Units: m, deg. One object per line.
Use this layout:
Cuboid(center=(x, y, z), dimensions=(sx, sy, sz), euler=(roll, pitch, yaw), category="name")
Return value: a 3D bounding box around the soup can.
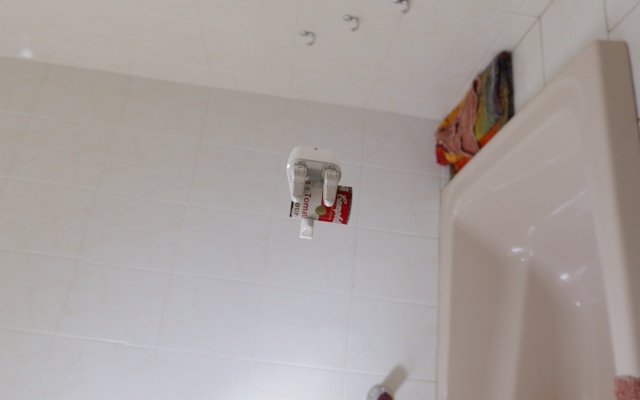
Cuboid(center=(0.000, 0.003, 0.831), dimensions=(0.102, 0.068, 0.068), euler=(8, -1, -4), category="soup can")
